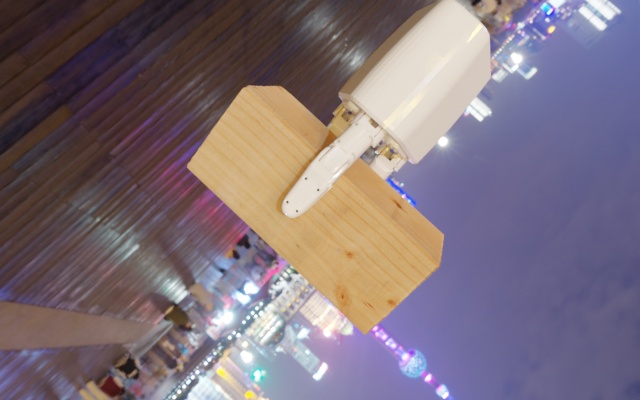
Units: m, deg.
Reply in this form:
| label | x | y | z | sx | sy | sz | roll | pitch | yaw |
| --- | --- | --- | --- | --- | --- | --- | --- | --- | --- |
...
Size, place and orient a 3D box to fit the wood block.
| label | x | y | z | sx | sy | sz | roll | pitch | yaw |
| --- | --- | --- | --- | --- | --- | --- | --- | --- | --- |
| wood block | 0.000 | 0.001 | 0.422 | 0.206 | 0.090 | 0.091 | 43 | 20 | 4 |
